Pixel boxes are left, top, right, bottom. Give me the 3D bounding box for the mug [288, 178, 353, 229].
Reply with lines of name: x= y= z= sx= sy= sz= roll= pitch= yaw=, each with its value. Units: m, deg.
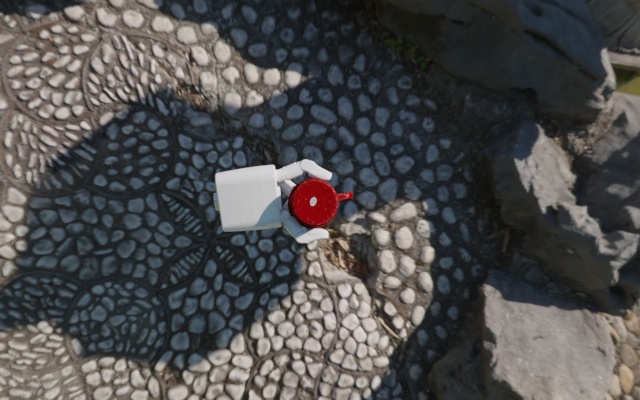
mug: x=0.002 y=0.003 z=0.844 sx=0.117 sy=0.093 sz=0.081 roll=-9 pitch=-1 yaw=-3
